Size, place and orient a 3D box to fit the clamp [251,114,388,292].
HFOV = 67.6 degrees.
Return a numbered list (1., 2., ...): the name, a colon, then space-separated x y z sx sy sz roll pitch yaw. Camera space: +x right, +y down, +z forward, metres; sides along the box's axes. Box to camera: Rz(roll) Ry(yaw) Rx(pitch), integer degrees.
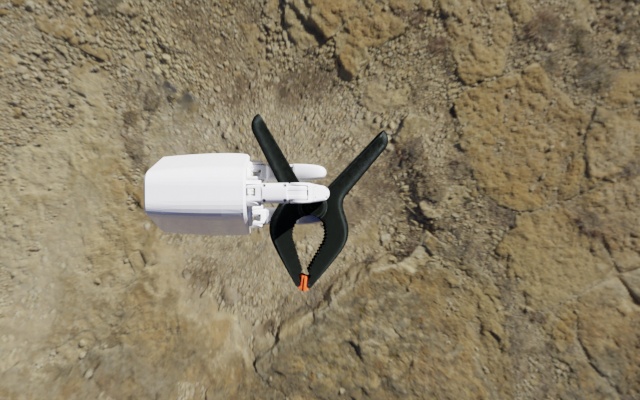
1. clamp: 0.000 0.002 0.573 0.164 0.210 0.036 0 0 -4
